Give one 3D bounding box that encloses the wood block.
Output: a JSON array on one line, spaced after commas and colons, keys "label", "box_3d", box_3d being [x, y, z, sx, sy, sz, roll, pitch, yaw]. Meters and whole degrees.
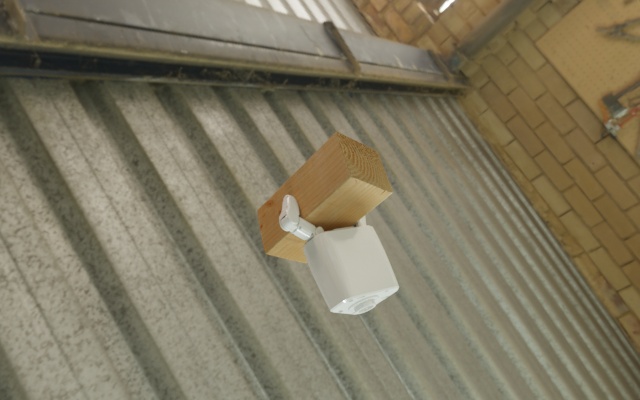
[{"label": "wood block", "box_3d": [0.000, 0.003, 0.745, 0.091, 0.090, 0.206, 19, -48, -38]}]
